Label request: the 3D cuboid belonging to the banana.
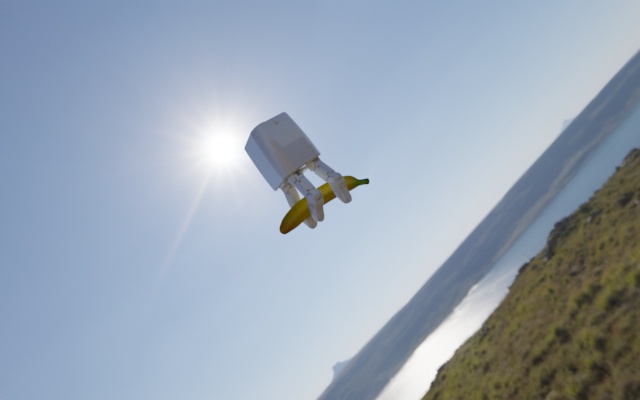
[{"bbox_3d":[-0.004,0.000,0.903,0.198,0.037,0.069,-33,14,-16],"label":"banana"}]
